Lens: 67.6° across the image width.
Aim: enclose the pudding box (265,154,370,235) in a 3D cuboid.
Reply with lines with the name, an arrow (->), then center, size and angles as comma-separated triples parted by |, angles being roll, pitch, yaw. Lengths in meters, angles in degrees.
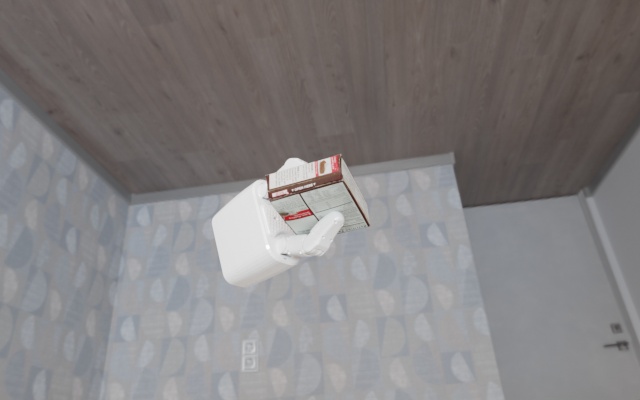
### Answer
pudding box -> 0.000, 0.002, 0.552 | 0.090, 0.039, 0.113 | -15, -33, 13
